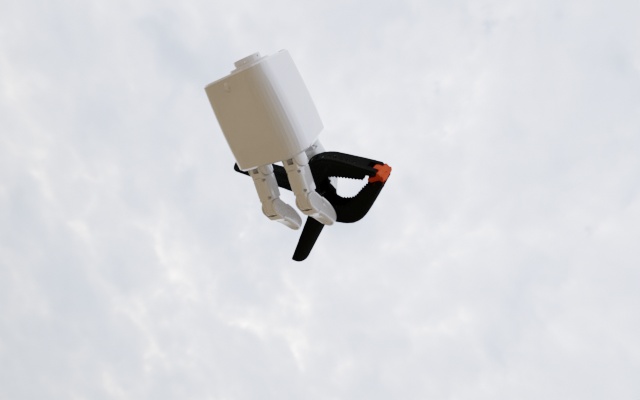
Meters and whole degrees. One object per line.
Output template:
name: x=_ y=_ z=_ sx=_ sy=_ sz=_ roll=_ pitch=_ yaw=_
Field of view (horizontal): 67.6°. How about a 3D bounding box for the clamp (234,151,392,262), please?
clamp: x=0.001 y=0.001 z=0.593 sx=0.210 sy=0.165 sz=0.036 roll=-10 pitch=25 yaw=38
